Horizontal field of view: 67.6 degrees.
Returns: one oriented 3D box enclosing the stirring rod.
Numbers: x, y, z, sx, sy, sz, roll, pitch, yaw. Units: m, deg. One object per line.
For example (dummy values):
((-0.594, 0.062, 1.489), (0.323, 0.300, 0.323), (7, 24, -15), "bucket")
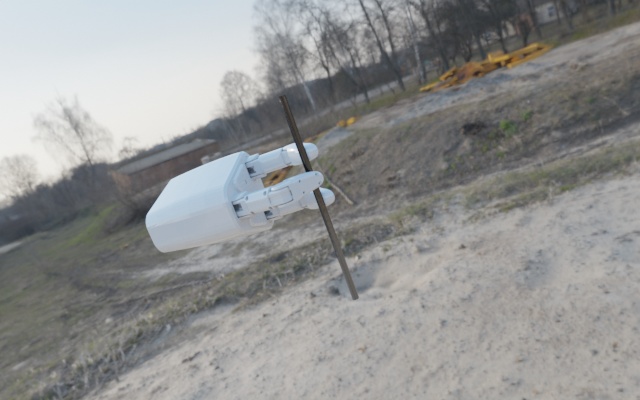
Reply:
((0.000, 0.002, 0.521), (0.011, 0.239, 0.011), (-19, 12, 4), "stirring rod")
